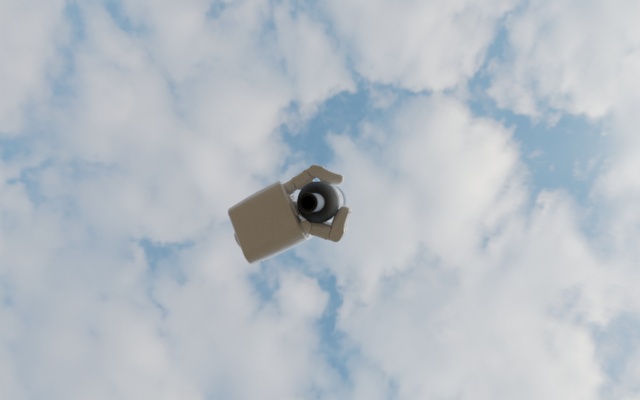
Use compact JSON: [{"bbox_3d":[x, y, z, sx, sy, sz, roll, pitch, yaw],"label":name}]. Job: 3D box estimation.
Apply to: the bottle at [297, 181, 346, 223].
[{"bbox_3d":[0.000,0.003,0.791,0.069,0.069,0.296,0,0,7],"label":"bottle"}]
